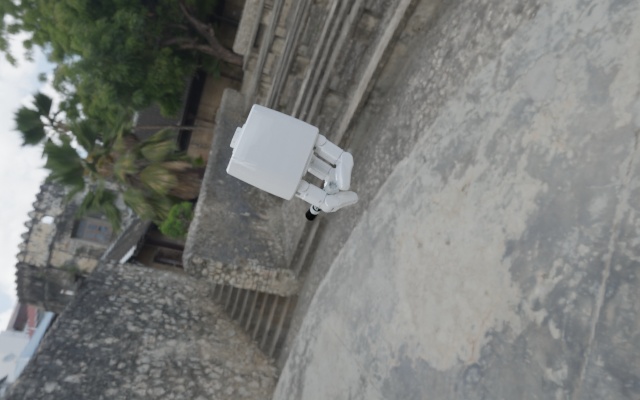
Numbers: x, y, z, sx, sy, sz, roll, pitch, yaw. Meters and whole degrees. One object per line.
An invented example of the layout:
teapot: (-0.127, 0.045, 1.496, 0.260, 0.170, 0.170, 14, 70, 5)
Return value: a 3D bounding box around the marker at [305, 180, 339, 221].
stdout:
marker: (0.000, 0.003, 0.765, 0.020, 0.020, 0.121, 0, -25, -20)
